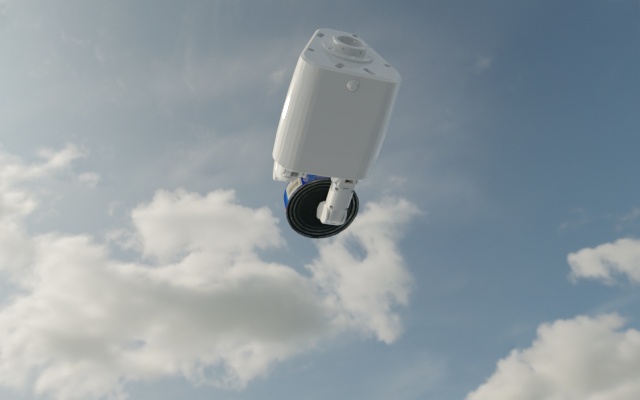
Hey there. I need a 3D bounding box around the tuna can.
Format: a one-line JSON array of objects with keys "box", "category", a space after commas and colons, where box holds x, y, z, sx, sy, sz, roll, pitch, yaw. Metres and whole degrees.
[{"box": [0.000, 0.002, 0.563, 0.086, 0.086, 0.033, 0, 36, -13], "category": "tuna can"}]
